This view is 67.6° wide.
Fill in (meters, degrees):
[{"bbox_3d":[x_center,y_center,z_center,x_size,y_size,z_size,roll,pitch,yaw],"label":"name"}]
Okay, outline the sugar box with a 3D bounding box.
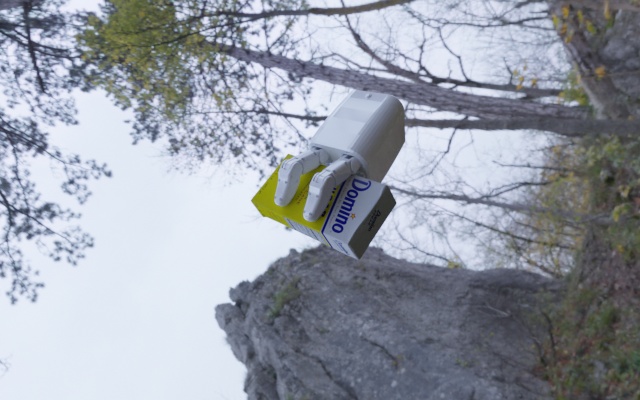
[{"bbox_3d":[0.000,0.002,0.624,0.176,0.093,0.048,19,-25,40],"label":"sugar box"}]
